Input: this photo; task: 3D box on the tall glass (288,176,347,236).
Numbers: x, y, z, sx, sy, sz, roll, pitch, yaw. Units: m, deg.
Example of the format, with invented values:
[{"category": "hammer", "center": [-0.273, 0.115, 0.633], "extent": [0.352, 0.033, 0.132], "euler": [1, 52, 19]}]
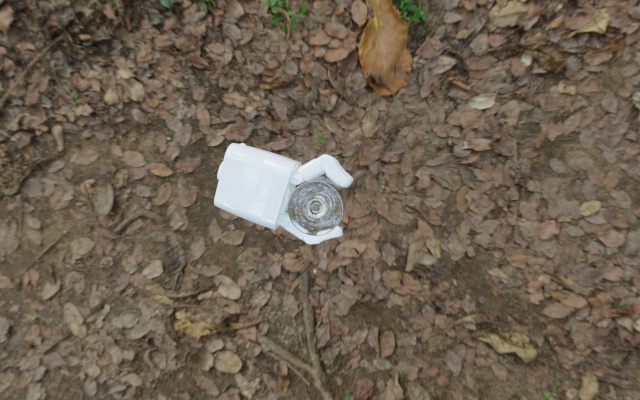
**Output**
[{"category": "tall glass", "center": [0.000, 0.003, 0.734], "extent": [0.079, 0.079, 0.201], "euler": [0, 5, 5]}]
